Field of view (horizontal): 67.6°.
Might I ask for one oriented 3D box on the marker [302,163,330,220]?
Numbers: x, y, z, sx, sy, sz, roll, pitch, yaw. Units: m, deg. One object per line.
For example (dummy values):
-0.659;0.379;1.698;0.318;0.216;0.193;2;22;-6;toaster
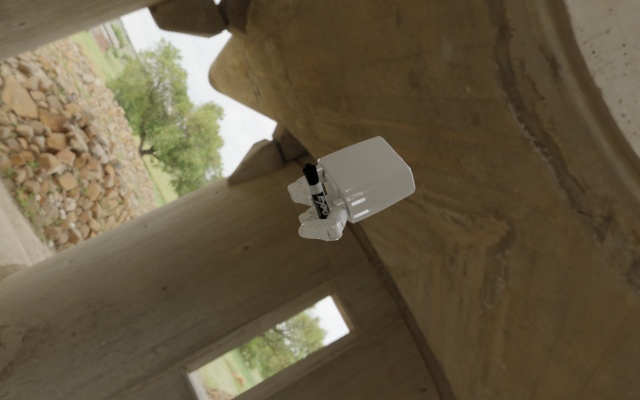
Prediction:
0.000;0.002;0.654;0.020;0.121;0.020;-13;31;8;marker
